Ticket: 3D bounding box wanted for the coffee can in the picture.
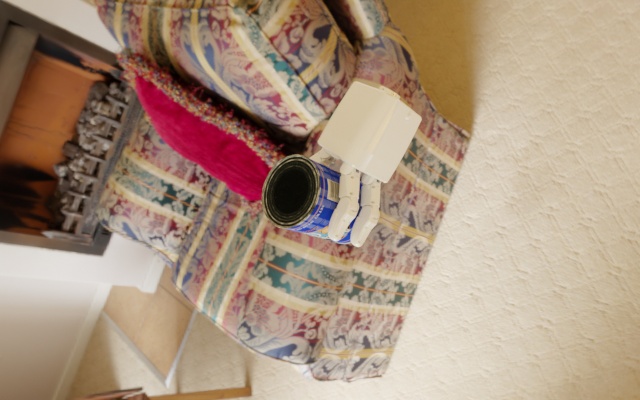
[{"bbox_3d":[0.000,0.002,0.691,0.103,0.103,0.140,0,-12,38],"label":"coffee can"}]
